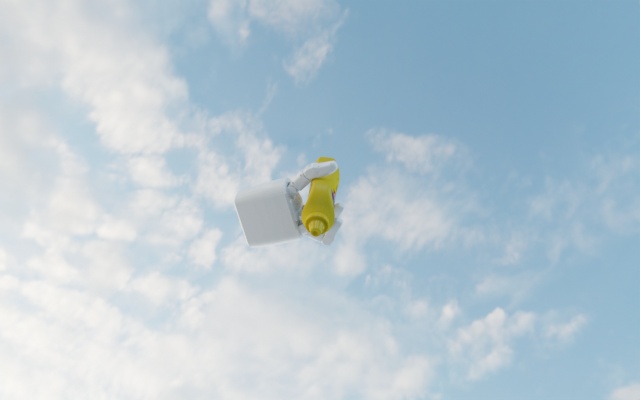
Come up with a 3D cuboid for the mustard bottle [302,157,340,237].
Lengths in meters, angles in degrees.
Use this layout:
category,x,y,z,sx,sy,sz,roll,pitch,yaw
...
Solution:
category,x,y,z,sx,sy,sz,roll,pitch,yaw
mustard bottle,0.001,0.003,0.867,0.058,0.096,0.191,8,32,2
